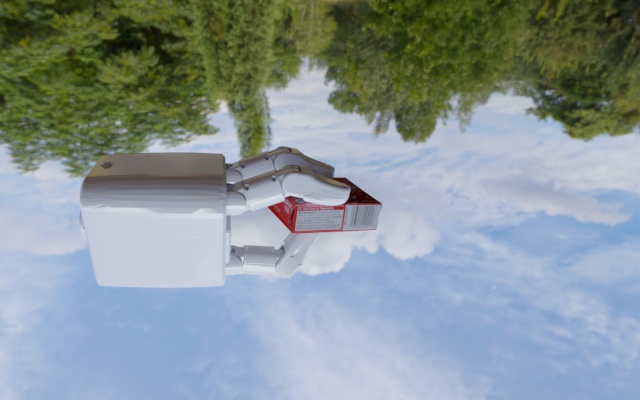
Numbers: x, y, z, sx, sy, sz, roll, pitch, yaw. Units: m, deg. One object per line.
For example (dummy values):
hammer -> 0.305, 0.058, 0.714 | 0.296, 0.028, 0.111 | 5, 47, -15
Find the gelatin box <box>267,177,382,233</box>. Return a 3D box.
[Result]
gelatin box -> 0.000, 0.002, 0.443 | 0.089, 0.030, 0.073 | 0, 21, -26
